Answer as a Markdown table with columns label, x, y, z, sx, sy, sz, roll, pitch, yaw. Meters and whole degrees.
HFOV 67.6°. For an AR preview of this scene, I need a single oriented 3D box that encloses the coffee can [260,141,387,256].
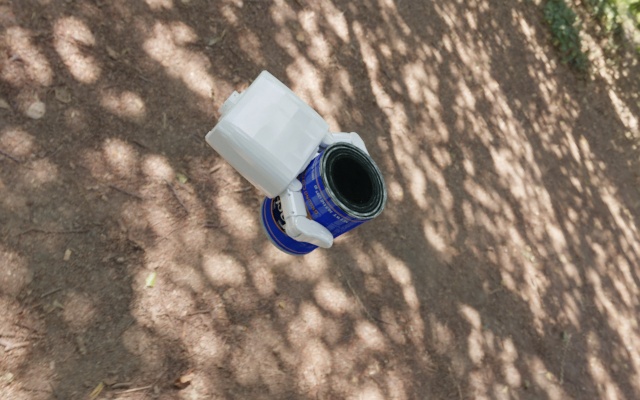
| label | x | y | z | sx | sy | sz | roll | pitch | yaw |
| --- | --- | --- | --- | --- | --- | --- | --- | --- | --- |
| coffee can | 0.000 | 0.002 | 0.618 | 0.103 | 0.102 | 0.140 | 0 | -23 | -40 |
